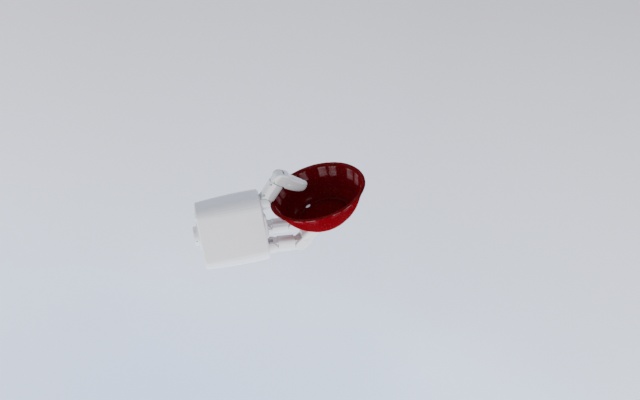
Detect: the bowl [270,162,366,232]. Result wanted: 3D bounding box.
[{"bbox_3d":[0.002,0.003,0.795,0.162,0.055,0.162,-12,35,9],"label":"bowl"}]
